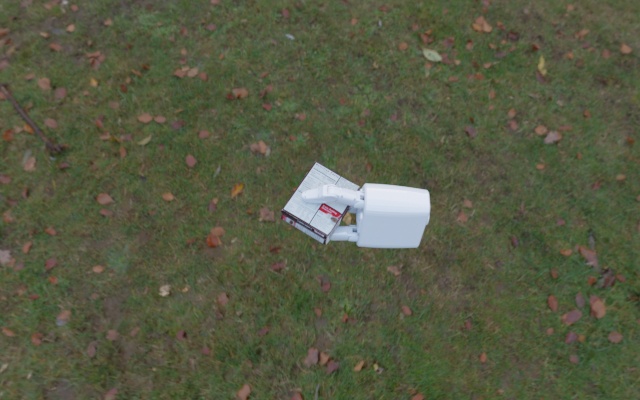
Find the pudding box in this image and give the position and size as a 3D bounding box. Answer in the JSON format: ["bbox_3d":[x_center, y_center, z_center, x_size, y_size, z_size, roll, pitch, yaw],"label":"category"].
[{"bbox_3d":[0.000,0.003,0.791,0.090,0.113,0.039,30,-27,8],"label":"pudding box"}]
